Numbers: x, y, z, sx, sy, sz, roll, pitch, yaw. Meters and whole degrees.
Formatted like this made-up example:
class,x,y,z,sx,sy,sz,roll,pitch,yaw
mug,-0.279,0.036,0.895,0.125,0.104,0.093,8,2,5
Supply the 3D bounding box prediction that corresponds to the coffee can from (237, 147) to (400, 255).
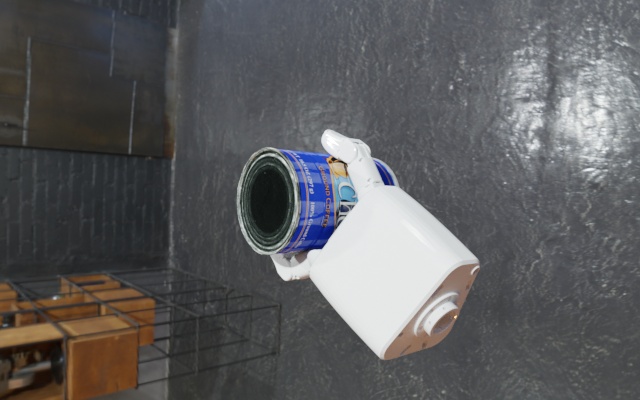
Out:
class,x,y,z,sx,sy,sz,roll,pitch,yaw
coffee can,0.000,0.001,0.497,0.140,0.103,0.103,1,-1,-41
